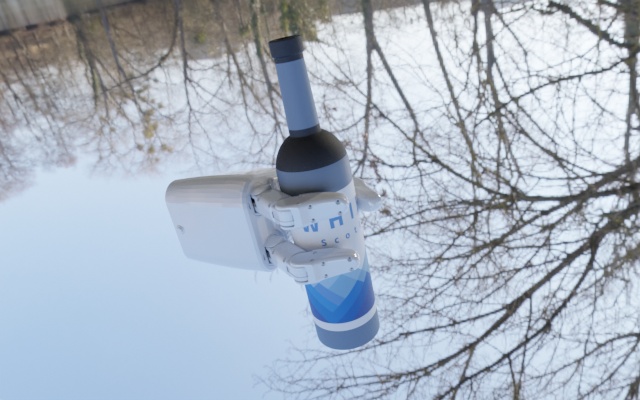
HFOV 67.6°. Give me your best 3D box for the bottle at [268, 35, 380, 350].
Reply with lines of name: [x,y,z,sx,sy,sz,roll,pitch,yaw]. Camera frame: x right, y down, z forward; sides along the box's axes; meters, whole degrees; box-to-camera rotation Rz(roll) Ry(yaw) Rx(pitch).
bottle: [0.000,0.002,0.442,0.069,0.296,0.069,-11,23,4]
